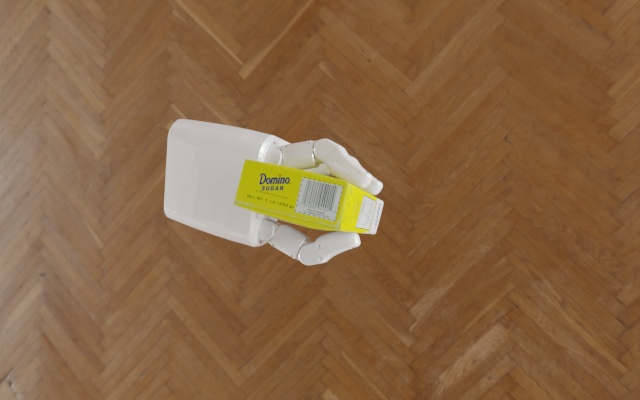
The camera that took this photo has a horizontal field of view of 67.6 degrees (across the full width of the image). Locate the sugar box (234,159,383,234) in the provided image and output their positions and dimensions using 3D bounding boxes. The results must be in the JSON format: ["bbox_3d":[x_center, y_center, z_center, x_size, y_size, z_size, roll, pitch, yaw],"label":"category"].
[{"bbox_3d":[0.000,0.001,0.458,0.093,0.048,0.176,14,2,16],"label":"sugar box"}]
